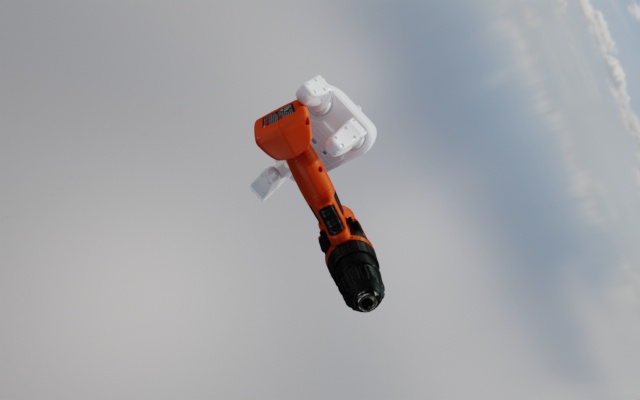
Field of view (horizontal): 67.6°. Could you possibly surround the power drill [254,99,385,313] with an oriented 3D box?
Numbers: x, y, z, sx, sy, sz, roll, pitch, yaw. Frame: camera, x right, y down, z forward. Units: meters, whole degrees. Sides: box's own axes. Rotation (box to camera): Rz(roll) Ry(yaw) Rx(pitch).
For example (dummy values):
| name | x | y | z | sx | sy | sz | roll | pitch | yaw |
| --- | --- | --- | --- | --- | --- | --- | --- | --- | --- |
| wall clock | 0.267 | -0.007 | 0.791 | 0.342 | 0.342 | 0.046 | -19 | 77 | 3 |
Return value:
| name | x | y | z | sx | sy | sz | roll | pitch | yaw |
| --- | --- | --- | --- | --- | --- | --- | --- | --- | --- |
| power drill | 0.000 | 0.001 | 0.477 | 0.057 | 0.188 | 0.184 | -26 | 23 | 1 |
